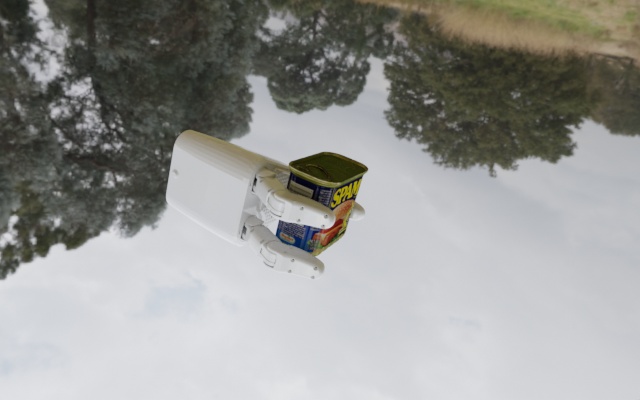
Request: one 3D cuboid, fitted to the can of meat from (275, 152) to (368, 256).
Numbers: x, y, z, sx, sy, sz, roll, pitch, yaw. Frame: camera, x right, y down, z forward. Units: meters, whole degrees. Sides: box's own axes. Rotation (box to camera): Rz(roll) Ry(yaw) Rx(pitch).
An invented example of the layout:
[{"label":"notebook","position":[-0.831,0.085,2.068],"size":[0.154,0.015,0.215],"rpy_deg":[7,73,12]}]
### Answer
[{"label":"can of meat","position":[0.000,0.002,0.501],"size":[0.057,0.084,0.102],"rpy_deg":[24,23,20]}]
